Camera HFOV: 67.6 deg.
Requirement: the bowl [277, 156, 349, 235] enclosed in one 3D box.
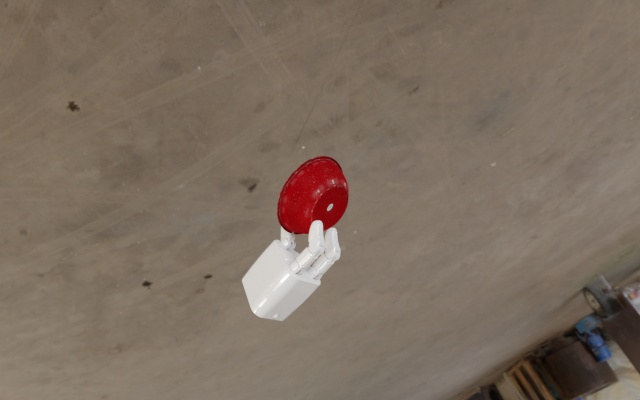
[{"bbox_3d":[0.001,0.002,0.871,0.162,0.162,0.055,0,26,-47],"label":"bowl"}]
